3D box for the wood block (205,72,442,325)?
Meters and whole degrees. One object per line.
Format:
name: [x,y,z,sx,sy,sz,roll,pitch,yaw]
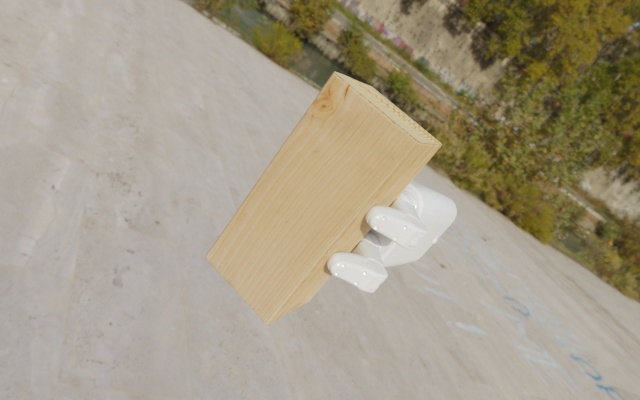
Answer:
wood block: [0.000,0.001,0.432,0.091,0.206,0.090,44,21,16]
